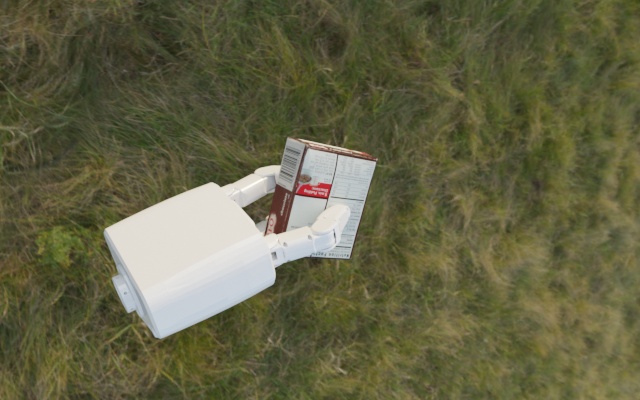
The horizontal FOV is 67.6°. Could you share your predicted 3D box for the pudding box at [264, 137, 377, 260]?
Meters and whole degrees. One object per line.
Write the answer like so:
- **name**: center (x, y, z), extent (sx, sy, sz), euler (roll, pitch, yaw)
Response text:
- **pudding box**: center (0.000, 0.002, 0.473), extent (0.090, 0.113, 0.039), euler (7, 14, -36)
